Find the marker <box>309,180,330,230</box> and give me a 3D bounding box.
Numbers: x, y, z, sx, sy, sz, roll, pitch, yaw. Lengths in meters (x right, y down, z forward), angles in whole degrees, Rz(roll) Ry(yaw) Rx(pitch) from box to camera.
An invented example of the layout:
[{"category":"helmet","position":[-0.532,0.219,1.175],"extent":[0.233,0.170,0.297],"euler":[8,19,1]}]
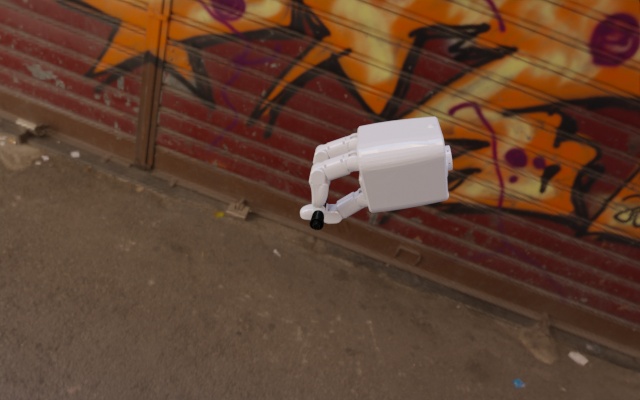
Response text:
[{"category":"marker","position":[0.000,0.002,0.665],"extent":[0.020,0.020,0.121],"euler":[0,32,6]}]
